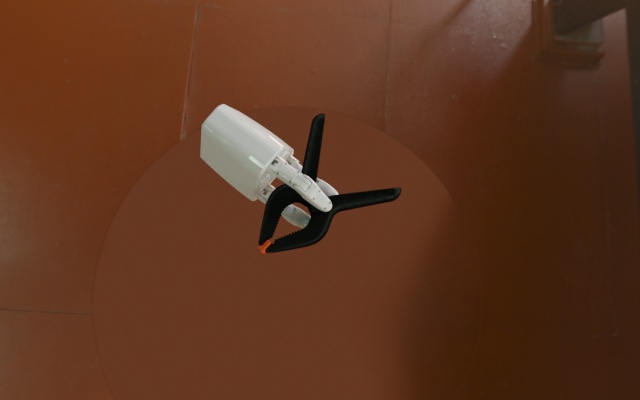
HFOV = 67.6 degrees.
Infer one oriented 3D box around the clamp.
[{"bbox_3d":[0.000,0.002,0.665,0.164,0.210,0.036,38,-10,3],"label":"clamp"}]
